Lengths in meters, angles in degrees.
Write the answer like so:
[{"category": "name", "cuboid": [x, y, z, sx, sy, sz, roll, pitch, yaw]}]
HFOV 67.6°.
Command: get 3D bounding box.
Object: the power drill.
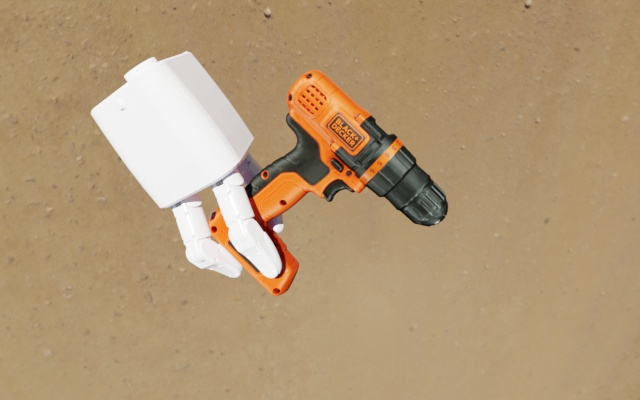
[{"category": "power drill", "cuboid": [0.000, 0.002, 0.456, 0.184, 0.188, 0.057, 44, 12, 2]}]
